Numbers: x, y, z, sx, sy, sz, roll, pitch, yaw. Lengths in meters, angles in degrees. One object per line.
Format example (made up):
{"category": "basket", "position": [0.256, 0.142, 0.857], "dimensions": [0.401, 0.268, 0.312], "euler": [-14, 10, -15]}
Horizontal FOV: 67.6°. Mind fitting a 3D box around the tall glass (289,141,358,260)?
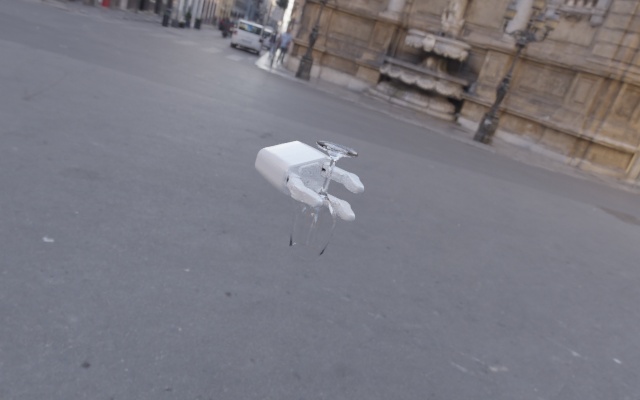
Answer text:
{"category": "tall glass", "position": [0.000, 0.002, 0.835], "dimensions": [0.079, 0.201, 0.079], "euler": [15, 18, -5]}
